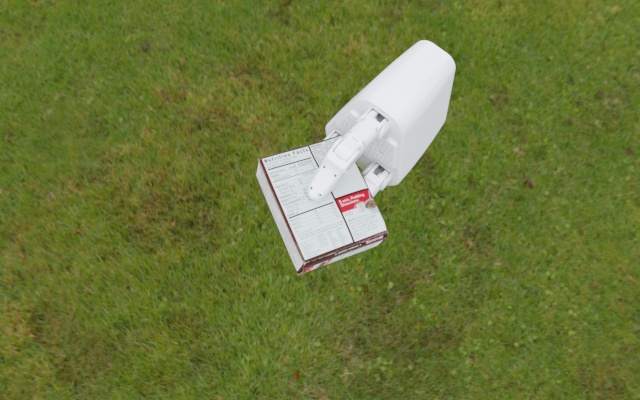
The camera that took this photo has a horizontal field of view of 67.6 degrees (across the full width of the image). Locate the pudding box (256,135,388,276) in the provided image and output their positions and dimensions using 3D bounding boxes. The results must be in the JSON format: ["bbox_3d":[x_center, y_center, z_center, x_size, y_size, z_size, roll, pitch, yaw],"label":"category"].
[{"bbox_3d":[0.000,0.001,0.451,0.090,0.113,0.039,-18,-20,-17],"label":"pudding box"}]
